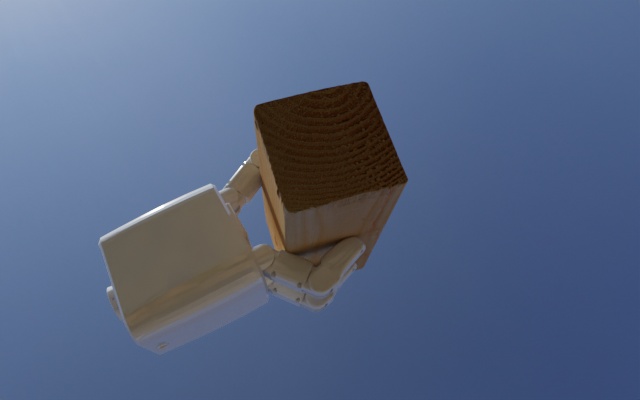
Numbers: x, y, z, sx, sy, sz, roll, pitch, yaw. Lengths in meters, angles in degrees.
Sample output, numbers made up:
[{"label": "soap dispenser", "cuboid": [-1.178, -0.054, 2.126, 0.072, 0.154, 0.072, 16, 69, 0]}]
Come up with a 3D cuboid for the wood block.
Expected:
[{"label": "wood block", "cuboid": [0.000, 0.001, 0.424, 0.090, 0.090, 0.206, -15, -22, -10]}]
